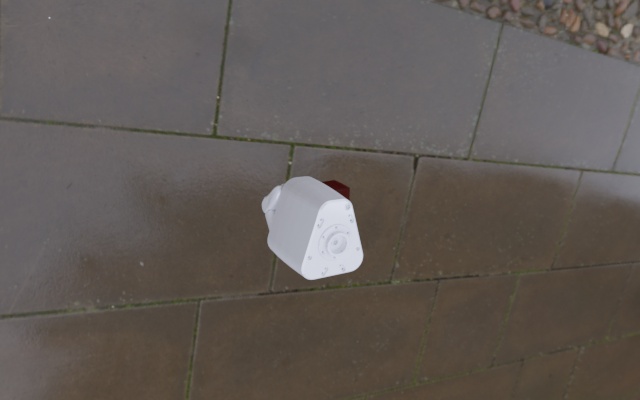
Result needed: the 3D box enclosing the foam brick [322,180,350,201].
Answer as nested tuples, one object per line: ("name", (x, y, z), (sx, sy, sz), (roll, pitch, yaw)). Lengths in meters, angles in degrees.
("foam brick", (0.000, 0.002, 0.733), (0.078, 0.053, 0.051), (-8, 19, -27))
